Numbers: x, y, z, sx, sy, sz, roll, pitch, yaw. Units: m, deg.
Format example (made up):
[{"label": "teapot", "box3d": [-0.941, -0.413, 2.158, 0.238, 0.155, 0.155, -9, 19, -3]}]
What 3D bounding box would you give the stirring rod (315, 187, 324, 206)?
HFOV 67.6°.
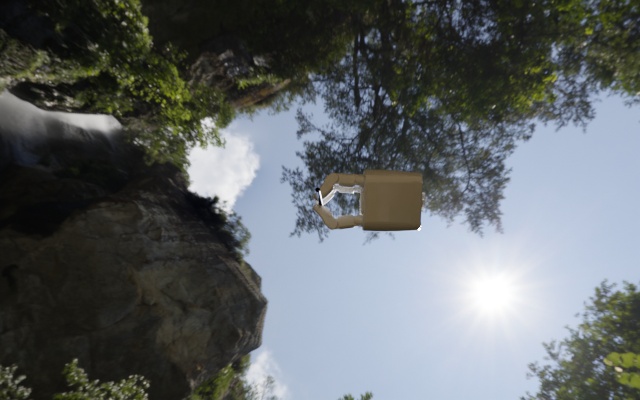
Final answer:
[{"label": "stirring rod", "box3d": [0.000, 0.003, 0.875, 0.011, 0.011, 0.239, 0, -9, 2]}]
